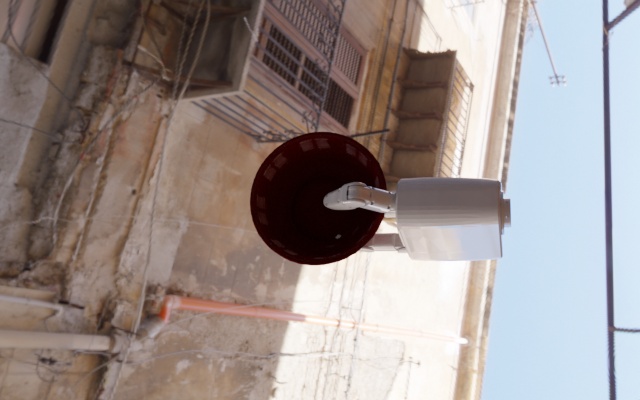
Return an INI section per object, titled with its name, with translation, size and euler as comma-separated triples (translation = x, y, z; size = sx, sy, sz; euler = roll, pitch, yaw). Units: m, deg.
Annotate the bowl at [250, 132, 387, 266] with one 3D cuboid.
[bowl]
translation = -0.001, 0.002, 0.574
size = 0.162, 0.162, 0.055
euler = 0, -17, 10
